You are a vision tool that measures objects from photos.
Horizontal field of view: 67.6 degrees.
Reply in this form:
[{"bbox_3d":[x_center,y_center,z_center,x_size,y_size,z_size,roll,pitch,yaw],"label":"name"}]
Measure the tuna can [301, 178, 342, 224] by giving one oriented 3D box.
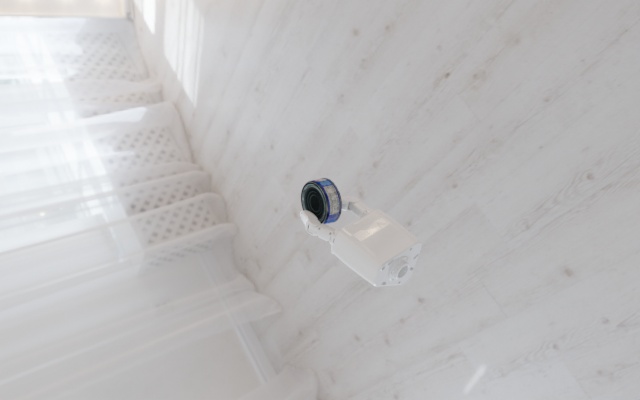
[{"bbox_3d":[0.000,0.003,0.880,0.034,0.086,0.086,-13,8,-35],"label":"tuna can"}]
